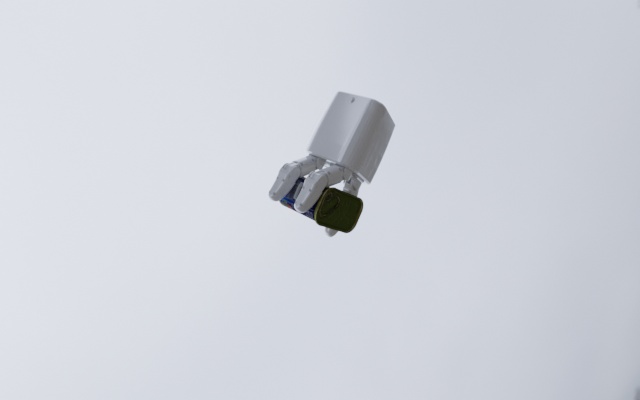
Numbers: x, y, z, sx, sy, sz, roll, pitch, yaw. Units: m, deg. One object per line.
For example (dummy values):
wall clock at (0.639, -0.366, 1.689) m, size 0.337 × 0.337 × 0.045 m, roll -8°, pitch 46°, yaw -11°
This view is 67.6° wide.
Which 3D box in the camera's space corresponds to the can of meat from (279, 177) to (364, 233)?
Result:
can of meat at (0.000, 0.002, 0.711) m, size 0.084 × 0.057 × 0.102 m, roll 25°, pitch 3°, yaw 39°
